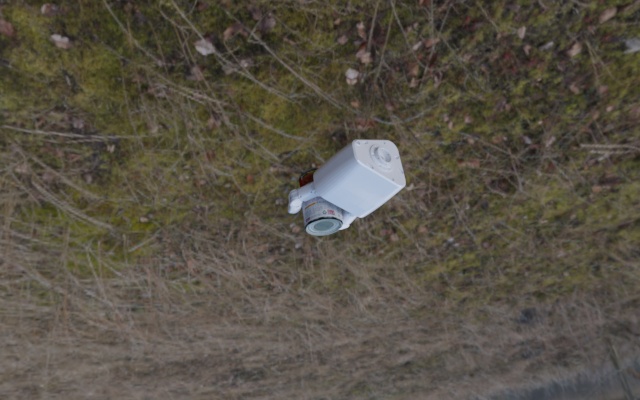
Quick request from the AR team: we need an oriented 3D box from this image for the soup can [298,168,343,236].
[{"bbox_3d":[0.000,0.003,0.848,0.068,0.102,0.068,-7,-28,-4],"label":"soup can"}]
